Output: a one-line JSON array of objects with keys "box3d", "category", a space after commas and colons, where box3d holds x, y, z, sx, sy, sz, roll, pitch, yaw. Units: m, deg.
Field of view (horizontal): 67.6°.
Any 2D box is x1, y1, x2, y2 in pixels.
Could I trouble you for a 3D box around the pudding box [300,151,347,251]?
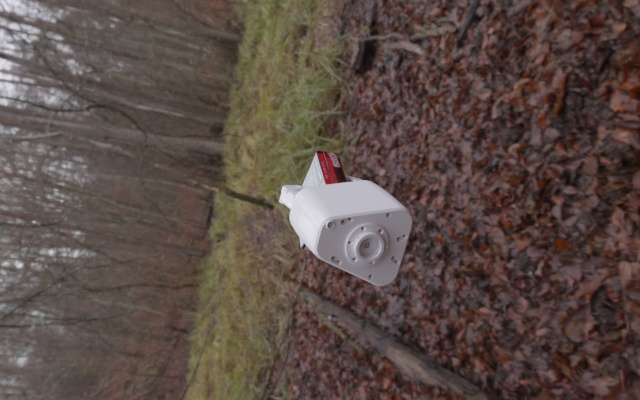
[{"box3d": [0.000, 0.002, 0.656, 0.039, 0.114, 0.090, 9, 42, -21], "category": "pudding box"}]
